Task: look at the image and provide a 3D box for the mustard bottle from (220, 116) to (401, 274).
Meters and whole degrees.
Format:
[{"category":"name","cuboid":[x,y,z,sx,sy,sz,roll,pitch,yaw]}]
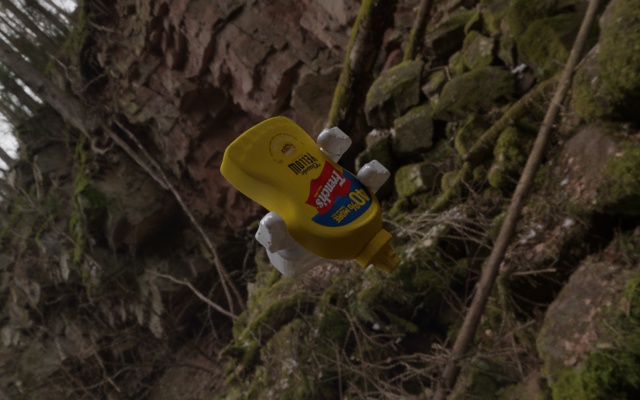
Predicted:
[{"category":"mustard bottle","cuboid":[0.000,0.001,0.467,0.096,0.191,0.058,-38,-16,-42]}]
